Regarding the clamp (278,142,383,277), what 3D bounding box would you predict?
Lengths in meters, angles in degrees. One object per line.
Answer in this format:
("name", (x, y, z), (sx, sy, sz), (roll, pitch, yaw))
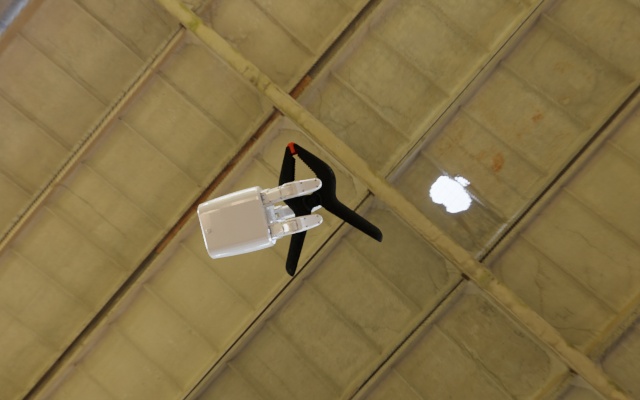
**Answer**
("clamp", (0.000, 0.002, 0.772), (0.164, 0.210, 0.036), (-15, -3, 3))
